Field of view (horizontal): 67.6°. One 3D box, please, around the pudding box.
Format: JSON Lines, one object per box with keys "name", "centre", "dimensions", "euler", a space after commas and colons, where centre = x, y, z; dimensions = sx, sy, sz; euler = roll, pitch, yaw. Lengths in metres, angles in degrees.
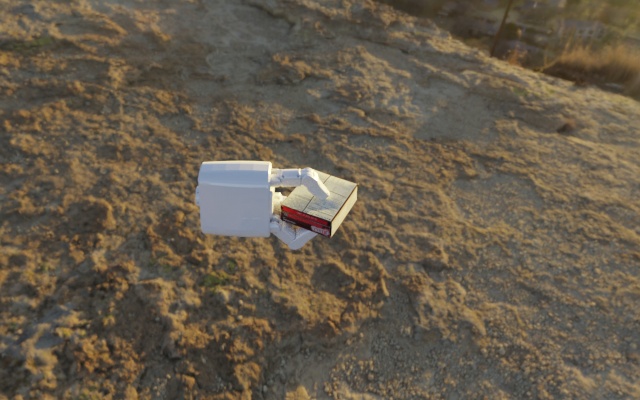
{"name": "pudding box", "centre": [0.000, 0.002, 0.771], "dimensions": [0.090, 0.039, 0.113], "euler": [20, 44, 18]}
